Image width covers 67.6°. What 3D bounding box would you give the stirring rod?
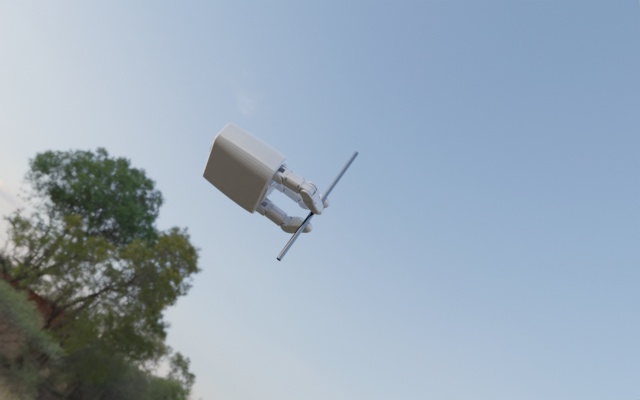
[{"bbox_3d":[0.000,0.003,0.761,0.011,0.239,0.011,26,-31,17],"label":"stirring rod"}]
